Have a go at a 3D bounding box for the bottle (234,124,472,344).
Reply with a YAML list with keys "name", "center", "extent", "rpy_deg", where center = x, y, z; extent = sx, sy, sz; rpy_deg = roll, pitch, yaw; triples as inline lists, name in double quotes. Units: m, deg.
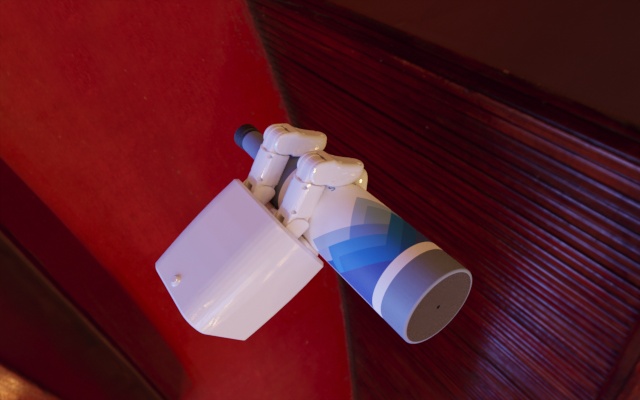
- name: "bottle"
  center: [0.000, 0.001, 0.430]
  extent: [0.069, 0.069, 0.295]
  rpy_deg: [0, 30, -41]
